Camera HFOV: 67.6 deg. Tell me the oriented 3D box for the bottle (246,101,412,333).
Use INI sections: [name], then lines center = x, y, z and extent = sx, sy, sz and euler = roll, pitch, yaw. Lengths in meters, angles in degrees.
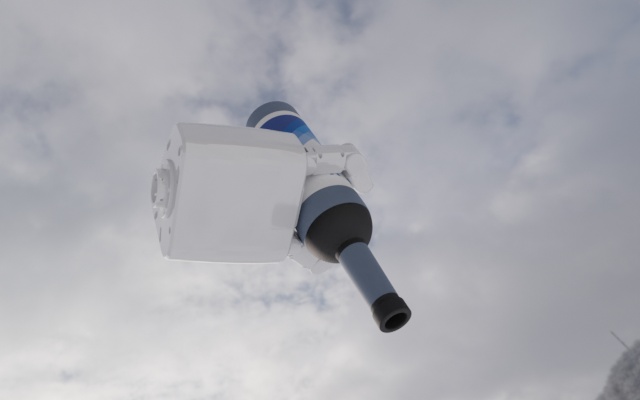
[bottle]
center = 0.000, 0.001, 0.457
extent = 0.069, 0.069, 0.295
euler = 0, 37, -29
